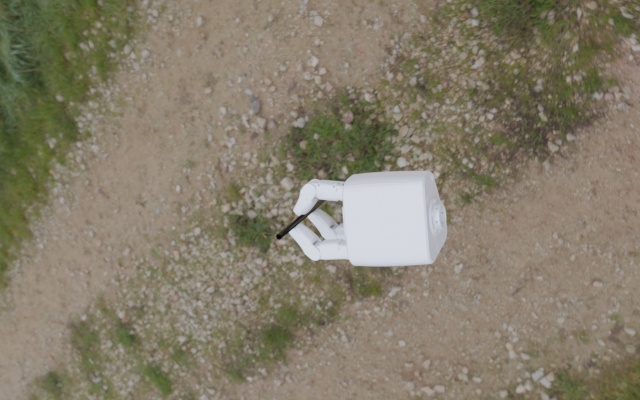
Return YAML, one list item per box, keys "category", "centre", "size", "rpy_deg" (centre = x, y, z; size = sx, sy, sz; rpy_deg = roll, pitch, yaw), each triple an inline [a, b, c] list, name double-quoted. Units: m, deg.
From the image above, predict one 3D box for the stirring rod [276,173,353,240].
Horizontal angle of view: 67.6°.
- category: "stirring rod"
  centre: [0.000, 0.002, 0.705]
  size: [0.011, 0.011, 0.239]
  rpy_deg: [0, 22, 29]
